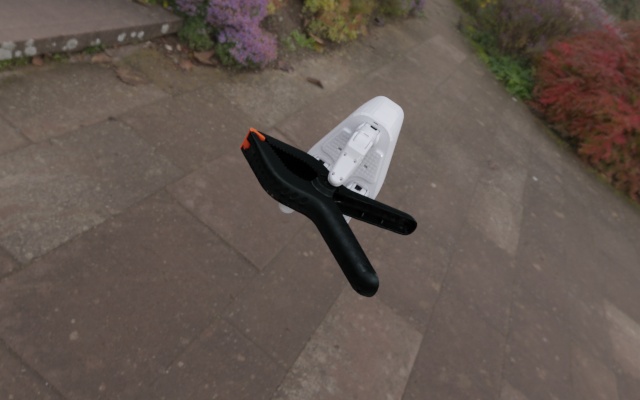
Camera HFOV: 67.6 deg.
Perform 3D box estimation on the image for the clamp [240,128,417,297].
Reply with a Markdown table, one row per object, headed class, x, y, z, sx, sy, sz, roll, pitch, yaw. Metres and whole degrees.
| class | x | y | z | sx | sy | sz | roll | pitch | yaw |
| --- | --- | --- | --- | --- | --- | --- | --- | --- | --- |
| clamp | 0.000 | 0.001 | 0.484 | 0.210 | 0.036 | 0.164 | 35 | 28 | 2 |
